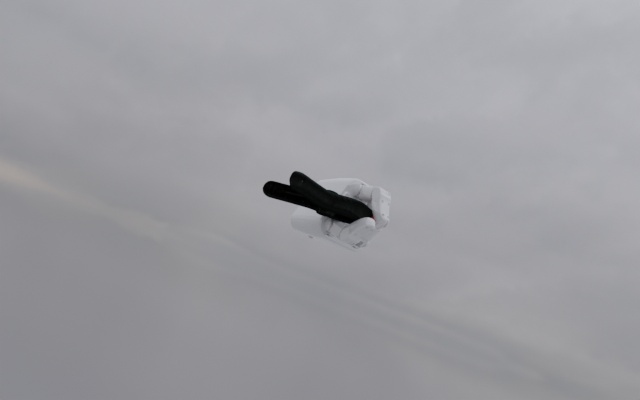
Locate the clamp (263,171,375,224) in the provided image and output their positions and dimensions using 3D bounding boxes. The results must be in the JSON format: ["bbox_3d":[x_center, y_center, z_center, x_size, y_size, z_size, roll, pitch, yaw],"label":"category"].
[{"bbox_3d":[0.000,0.002,0.697,0.171,0.039,0.120,27,-11,-30],"label":"clamp"}]
